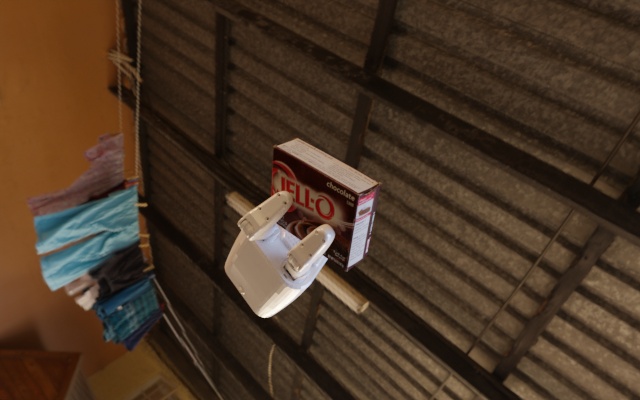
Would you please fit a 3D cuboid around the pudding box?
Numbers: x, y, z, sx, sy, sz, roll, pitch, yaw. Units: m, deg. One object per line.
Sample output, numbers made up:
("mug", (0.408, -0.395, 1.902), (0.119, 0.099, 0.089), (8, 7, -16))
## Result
("pudding box", (0.000, 0.002, 0.469), (0.113, 0.090, 0.039), (30, 41, 30))
